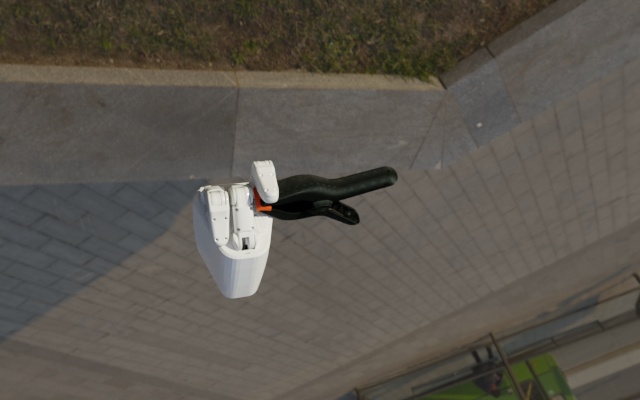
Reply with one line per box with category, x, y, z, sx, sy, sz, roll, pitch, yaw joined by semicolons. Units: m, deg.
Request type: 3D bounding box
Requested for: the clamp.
clamp;0.000;0.002;0.591;0.171;0.039;0.120;-3;-35;-17
